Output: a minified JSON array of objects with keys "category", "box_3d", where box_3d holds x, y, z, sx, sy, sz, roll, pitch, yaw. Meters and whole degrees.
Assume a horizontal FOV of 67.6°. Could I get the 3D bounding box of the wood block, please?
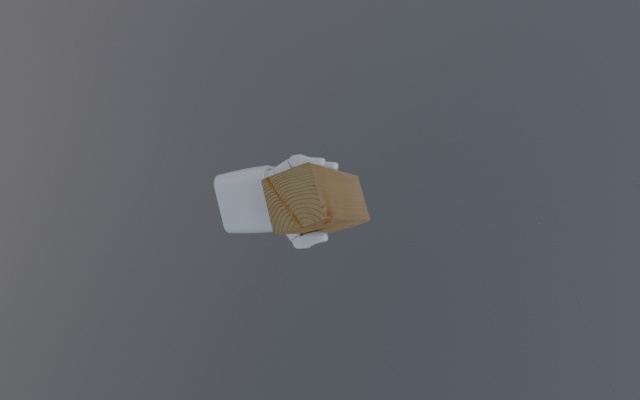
[{"category":"wood block","box_3d":[0.000,0.003,0.800,0.090,0.091,0.206,-18,-10,23]}]
